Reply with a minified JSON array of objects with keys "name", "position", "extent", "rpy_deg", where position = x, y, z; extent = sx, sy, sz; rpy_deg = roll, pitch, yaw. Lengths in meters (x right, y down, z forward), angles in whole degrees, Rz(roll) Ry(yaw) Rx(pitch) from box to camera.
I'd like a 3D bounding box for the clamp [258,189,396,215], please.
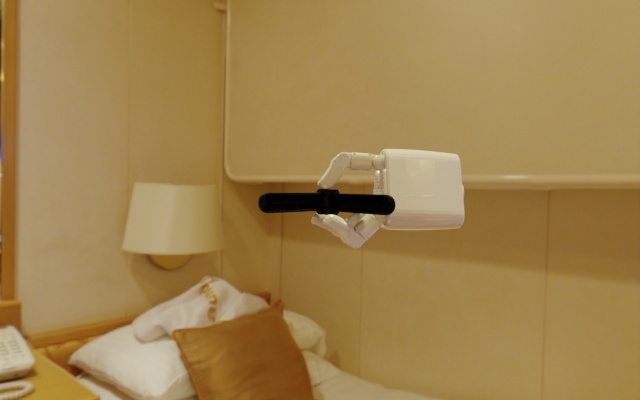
[{"name":"clamp","position":[0.000,0.001,0.660],"extent":[0.164,0.036,0.210],"rpy_deg":[2,1,-5]}]
